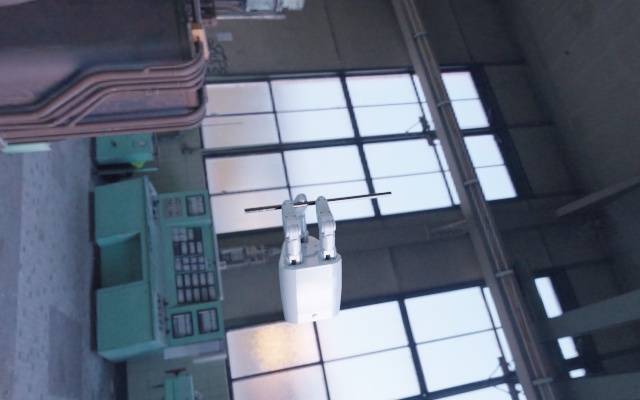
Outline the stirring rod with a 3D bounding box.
[{"bbox_3d":[0.000,0.003,0.757,0.239,0.011,0.011,-7,2,-14],"label":"stirring rod"}]
